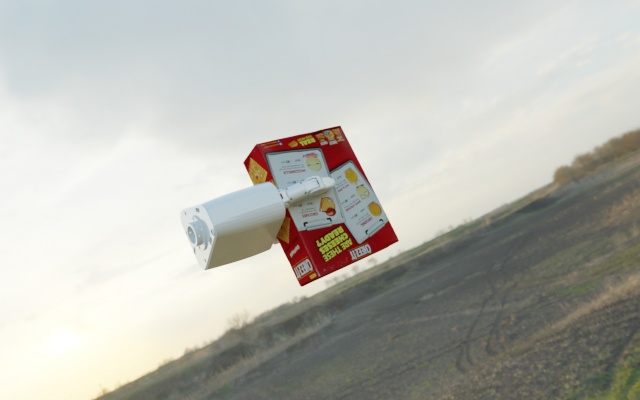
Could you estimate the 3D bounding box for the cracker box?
[{"bbox_3d":[0.000,0.002,0.739,0.164,0.213,0.072,-18,-12,-35],"label":"cracker box"}]
